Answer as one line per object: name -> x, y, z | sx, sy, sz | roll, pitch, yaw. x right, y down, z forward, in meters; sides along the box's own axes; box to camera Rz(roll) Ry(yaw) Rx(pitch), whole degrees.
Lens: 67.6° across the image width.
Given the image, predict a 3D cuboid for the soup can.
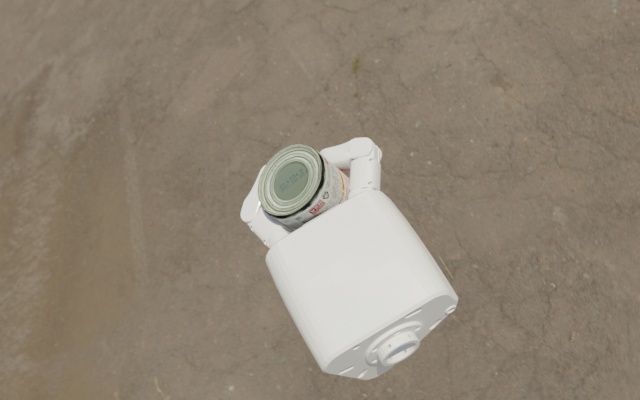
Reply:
soup can -> 0.000, 0.001, 0.430 | 0.068, 0.068, 0.102 | 0, -22, 34
